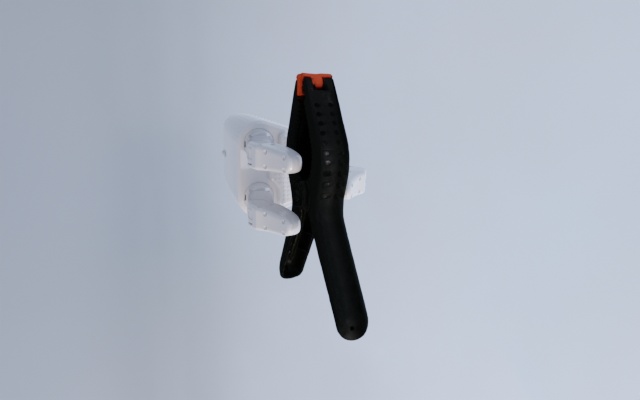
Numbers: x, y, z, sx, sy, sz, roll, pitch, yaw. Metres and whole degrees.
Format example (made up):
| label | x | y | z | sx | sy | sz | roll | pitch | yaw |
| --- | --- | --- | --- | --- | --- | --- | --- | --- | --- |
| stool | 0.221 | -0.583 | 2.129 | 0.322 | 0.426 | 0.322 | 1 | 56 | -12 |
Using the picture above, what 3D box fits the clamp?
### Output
| label | x | y | z | sx | sy | sz | roll | pitch | yaw |
| --- | --- | --- | --- | --- | --- | --- | --- | --- | --- |
| clamp | 0.001 | 0.001 | 0.405 | 0.036 | 0.210 | 0.164 | -5 | 18 | -23 |
